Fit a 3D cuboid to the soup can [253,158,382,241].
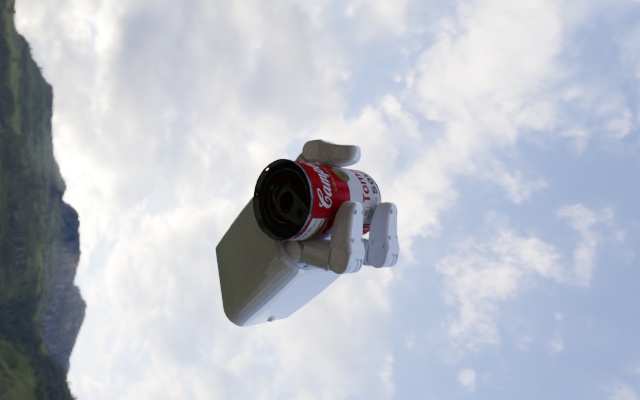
[{"bbox_3d":[0.000,0.001,0.428,0.068,0.068,0.102,0,-2,41],"label":"soup can"}]
